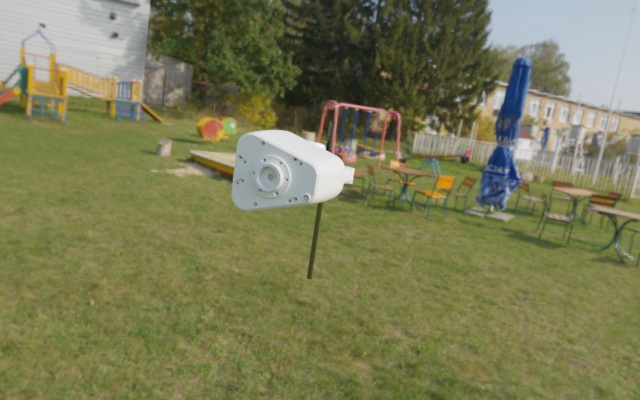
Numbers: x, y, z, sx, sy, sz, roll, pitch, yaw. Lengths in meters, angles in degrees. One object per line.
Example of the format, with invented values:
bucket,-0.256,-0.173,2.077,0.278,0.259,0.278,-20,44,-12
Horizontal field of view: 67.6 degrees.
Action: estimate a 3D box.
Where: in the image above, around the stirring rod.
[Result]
stirring rod,0.000,0.002,0.713,0.011,0.239,0.011,8,10,-1
